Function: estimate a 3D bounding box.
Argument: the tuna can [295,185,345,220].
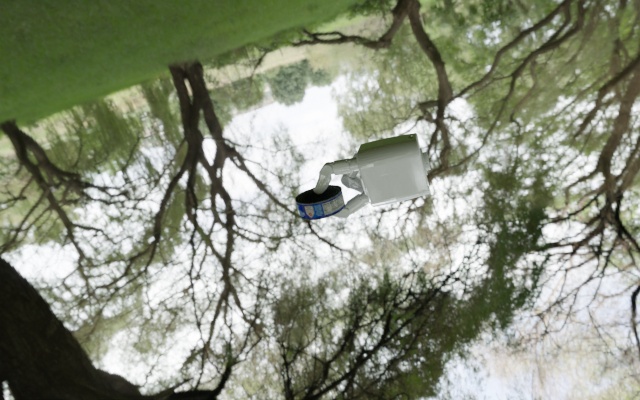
[{"bbox_3d":[0.000,0.003,0.855,0.086,0.034,0.086,-13,19,5],"label":"tuna can"}]
